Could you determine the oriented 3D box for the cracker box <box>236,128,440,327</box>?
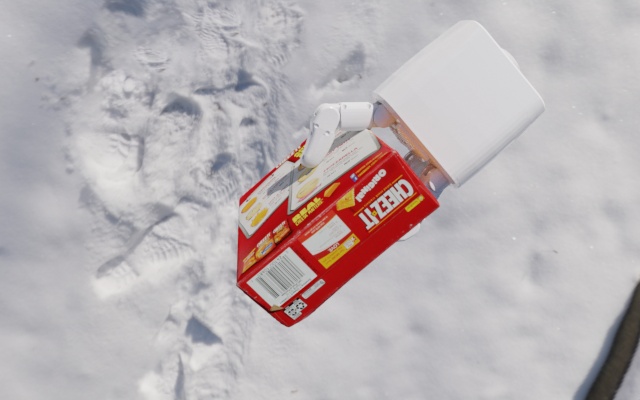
[{"bbox_3d":[0.000,0.001,0.470,0.164,0.072,0.213,-41,20,6],"label":"cracker box"}]
